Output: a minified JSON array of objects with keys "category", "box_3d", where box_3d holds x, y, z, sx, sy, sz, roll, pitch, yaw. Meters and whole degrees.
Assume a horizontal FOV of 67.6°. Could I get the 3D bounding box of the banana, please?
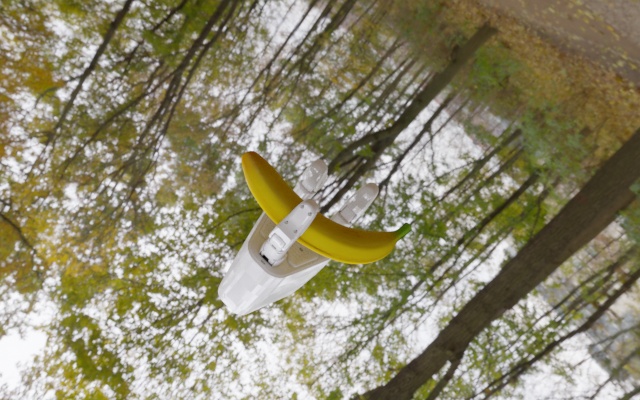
[{"category":"banana","box_3d":[-0.003,0.018,0.500,0.198,0.069,0.037,26,-29,-9]}]
